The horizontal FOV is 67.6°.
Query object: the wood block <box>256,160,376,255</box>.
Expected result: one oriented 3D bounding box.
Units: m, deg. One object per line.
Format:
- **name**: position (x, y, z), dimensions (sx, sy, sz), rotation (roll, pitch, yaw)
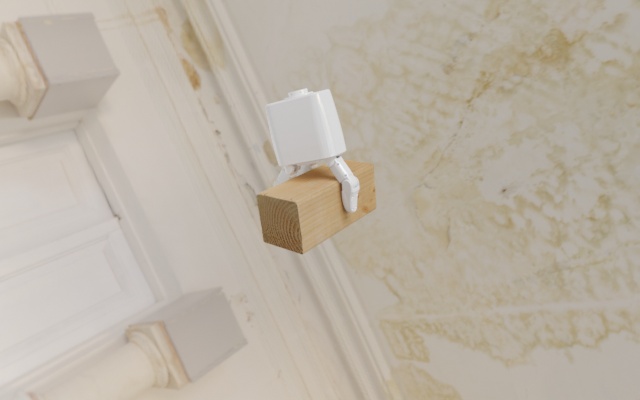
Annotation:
- **wood block**: position (0.000, 0.002, 0.819), dimensions (0.091, 0.090, 0.206), rotation (12, 28, 39)
